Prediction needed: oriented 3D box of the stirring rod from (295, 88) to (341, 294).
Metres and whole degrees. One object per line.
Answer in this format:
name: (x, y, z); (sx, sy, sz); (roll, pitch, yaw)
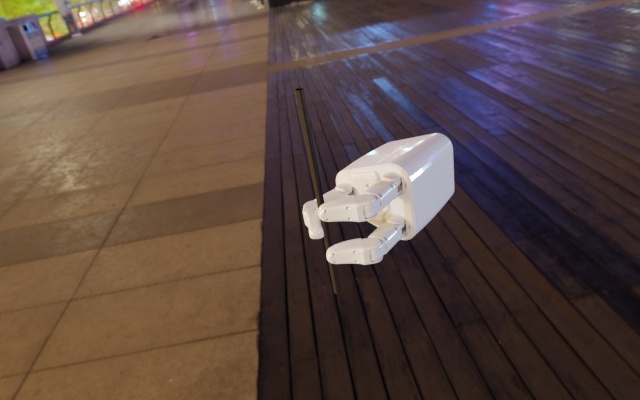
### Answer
stirring rod: (0.000, 0.002, 0.497); (0.011, 0.240, 0.011); (-8, 28, 5)
